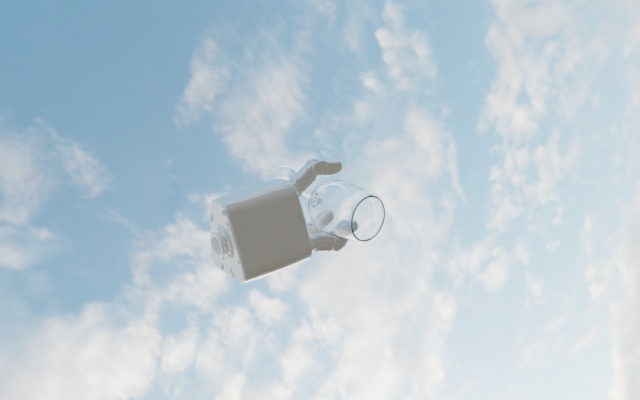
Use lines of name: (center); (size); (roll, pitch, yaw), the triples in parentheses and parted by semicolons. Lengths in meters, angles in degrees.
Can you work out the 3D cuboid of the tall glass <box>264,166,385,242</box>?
tall glass: (0.000, 0.002, 0.692); (0.079, 0.079, 0.201); (0, 12, -40)
